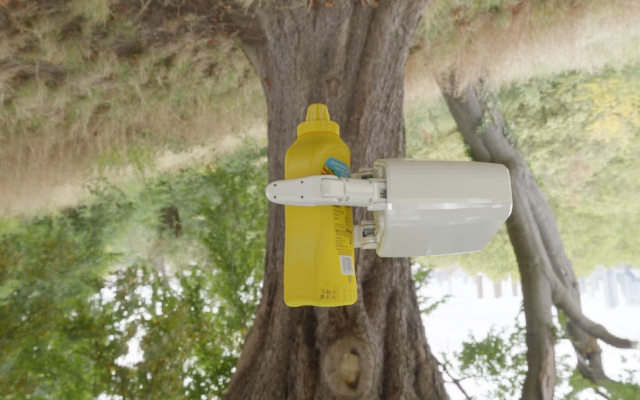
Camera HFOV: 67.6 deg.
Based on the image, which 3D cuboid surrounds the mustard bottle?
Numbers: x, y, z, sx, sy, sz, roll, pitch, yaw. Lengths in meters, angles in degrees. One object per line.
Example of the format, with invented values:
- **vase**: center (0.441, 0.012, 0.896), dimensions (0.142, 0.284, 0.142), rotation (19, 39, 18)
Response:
- **mustard bottle**: center (0.000, 0.002, 0.451), dimensions (0.058, 0.191, 0.096), rotation (-6, -11, 24)
